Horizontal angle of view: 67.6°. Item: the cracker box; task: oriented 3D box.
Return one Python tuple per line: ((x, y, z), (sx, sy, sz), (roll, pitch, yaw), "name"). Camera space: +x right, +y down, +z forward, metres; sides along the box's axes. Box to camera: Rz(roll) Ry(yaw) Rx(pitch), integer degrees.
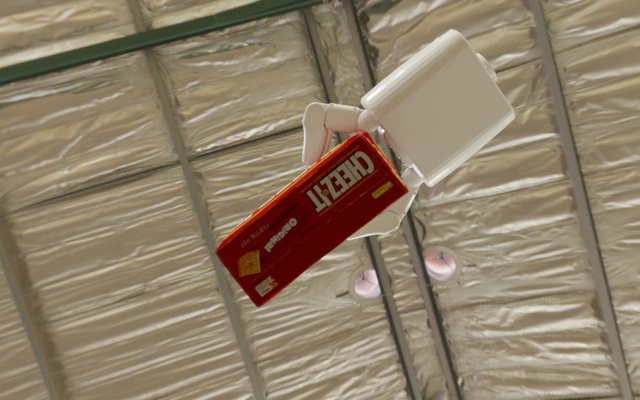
((0.000, 0.002, 0.494), (0.164, 0.072, 0.213), (-39, 2, 11), "cracker box")
